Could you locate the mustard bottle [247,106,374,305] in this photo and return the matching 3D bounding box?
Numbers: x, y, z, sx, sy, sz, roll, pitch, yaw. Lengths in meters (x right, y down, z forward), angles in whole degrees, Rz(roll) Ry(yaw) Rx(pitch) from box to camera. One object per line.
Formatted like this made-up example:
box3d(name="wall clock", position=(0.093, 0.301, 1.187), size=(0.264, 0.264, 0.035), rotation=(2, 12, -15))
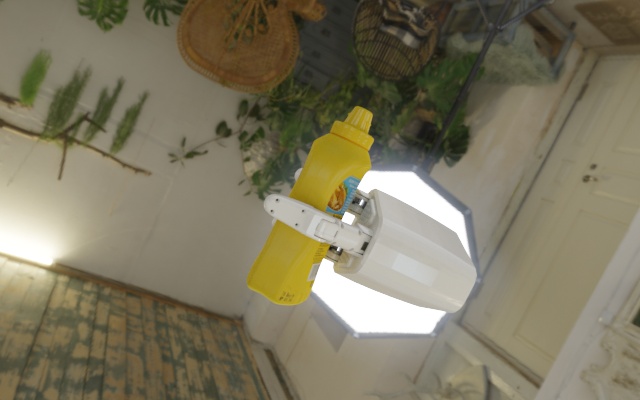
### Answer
box3d(name="mustard bottle", position=(0.000, 0.002, 0.453), size=(0.058, 0.191, 0.096), rotation=(27, 4, 16))
